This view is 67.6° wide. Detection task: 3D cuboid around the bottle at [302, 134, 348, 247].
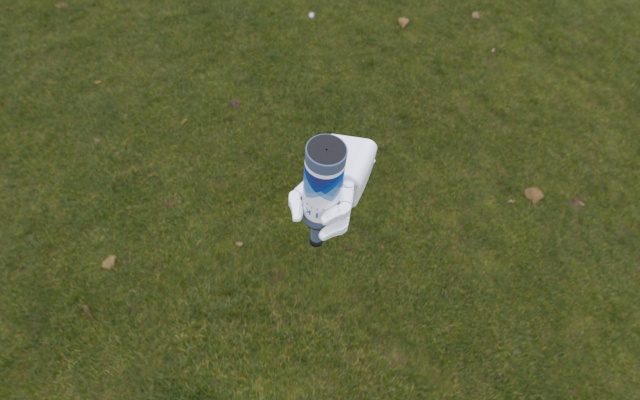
[{"bbox_3d":[0.000,0.003,0.862,0.069,0.069,0.296,0,-34,-4],"label":"bottle"}]
